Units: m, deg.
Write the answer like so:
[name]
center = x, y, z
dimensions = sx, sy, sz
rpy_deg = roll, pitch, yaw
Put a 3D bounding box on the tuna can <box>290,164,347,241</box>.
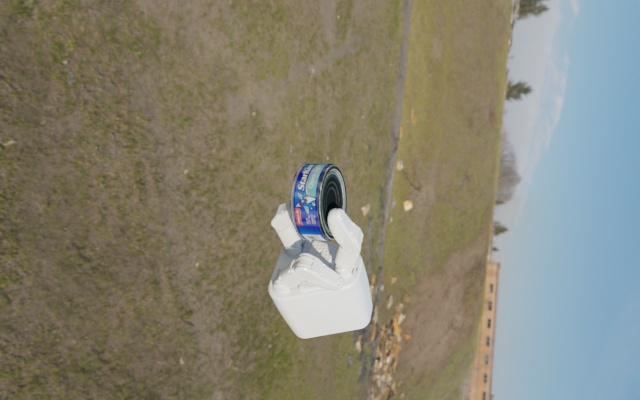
[tuna can]
center = 0.001, 0.002, 0.527
dimensions = 0.034, 0.086, 0.086
rpy_deg = 1, 0, 23
